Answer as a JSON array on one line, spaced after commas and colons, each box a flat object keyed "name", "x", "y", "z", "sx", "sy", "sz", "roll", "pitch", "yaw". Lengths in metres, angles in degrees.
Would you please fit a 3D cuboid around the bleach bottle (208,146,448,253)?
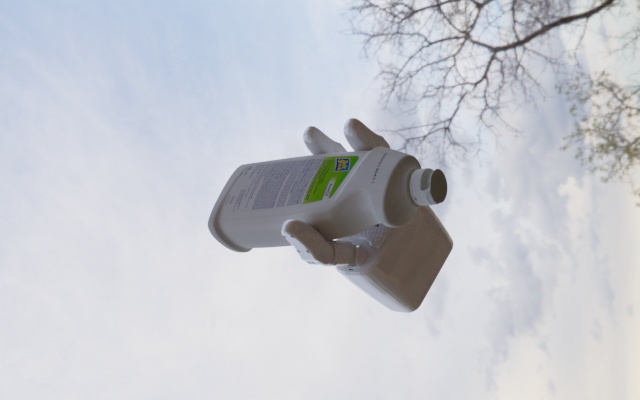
[{"name": "bleach bottle", "x": 0.000, "y": 0.001, "z": 0.465, "sx": 0.251, "sy": 0.102, "sz": 0.068, "roll": -4, "pitch": -35, "yaw": 42}]
